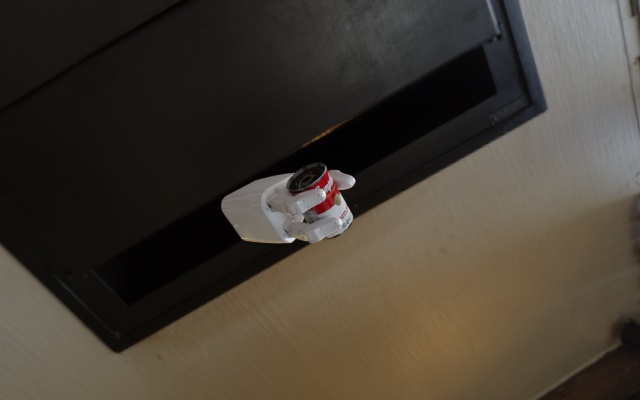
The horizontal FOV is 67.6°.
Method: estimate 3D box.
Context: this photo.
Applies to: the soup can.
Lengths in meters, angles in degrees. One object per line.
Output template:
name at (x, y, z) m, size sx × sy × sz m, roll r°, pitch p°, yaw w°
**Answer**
soup can at (0.001, 0.003, 0.740) m, size 0.068 × 0.102 × 0.068 m, roll -23°, pitch 28°, yaw 13°
